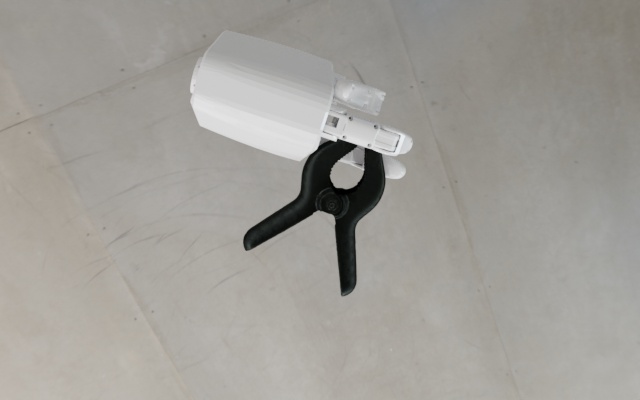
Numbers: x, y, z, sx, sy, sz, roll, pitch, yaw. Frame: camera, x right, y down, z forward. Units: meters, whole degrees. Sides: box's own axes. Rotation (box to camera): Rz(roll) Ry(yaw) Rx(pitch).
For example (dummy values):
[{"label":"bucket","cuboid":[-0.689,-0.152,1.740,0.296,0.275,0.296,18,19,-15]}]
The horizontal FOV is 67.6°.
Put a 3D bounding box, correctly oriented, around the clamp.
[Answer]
[{"label":"clamp","cuboid":[0.000,0.002,0.456,0.120,0.171,0.039,16,13,-9]}]
